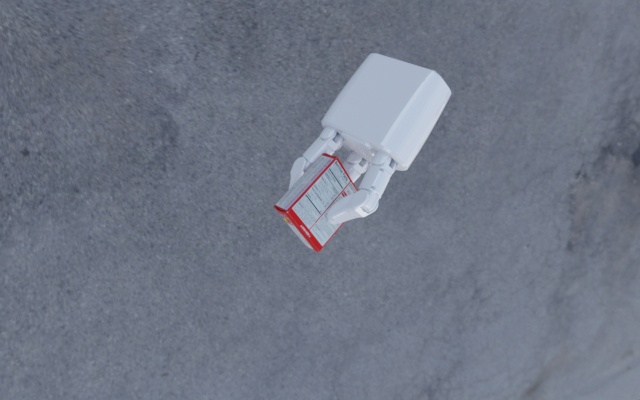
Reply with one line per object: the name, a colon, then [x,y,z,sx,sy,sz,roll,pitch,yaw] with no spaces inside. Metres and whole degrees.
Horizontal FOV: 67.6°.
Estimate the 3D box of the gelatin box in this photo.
gelatin box: [0.000,0.002,0.547,0.030,0.089,0.073,21,-26,49]
